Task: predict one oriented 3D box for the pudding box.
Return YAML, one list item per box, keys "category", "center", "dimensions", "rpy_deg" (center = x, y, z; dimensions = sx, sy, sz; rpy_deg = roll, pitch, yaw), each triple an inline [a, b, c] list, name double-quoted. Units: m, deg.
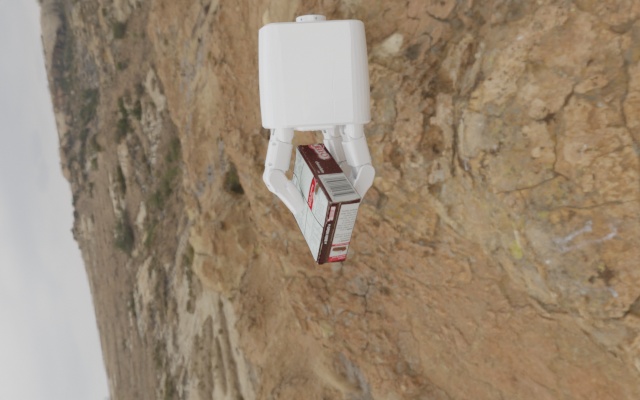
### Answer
- category: "pudding box"
  center: [0.000, 0.002, 0.539]
  dimensions: [0.039, 0.090, 0.113]
  rpy_deg: [-5, 39, -20]
